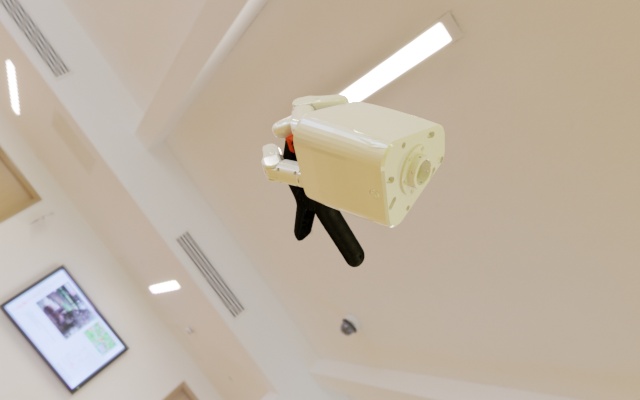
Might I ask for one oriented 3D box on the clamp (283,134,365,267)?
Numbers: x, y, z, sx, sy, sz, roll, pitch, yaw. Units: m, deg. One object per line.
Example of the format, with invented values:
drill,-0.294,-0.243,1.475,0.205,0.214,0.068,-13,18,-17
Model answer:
clamp,0.000,0.001,0.563,0.120,0.172,0.039,23,49,36
